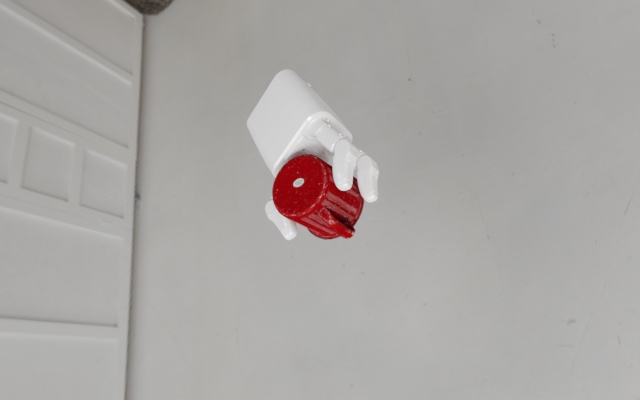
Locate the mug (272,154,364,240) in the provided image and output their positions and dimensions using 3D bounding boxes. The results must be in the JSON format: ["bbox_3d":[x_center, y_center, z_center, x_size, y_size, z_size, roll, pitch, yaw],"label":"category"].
[{"bbox_3d":[0.001,0.003,0.582,0.081,0.093,0.117,30,21,-52],"label":"mug"}]
